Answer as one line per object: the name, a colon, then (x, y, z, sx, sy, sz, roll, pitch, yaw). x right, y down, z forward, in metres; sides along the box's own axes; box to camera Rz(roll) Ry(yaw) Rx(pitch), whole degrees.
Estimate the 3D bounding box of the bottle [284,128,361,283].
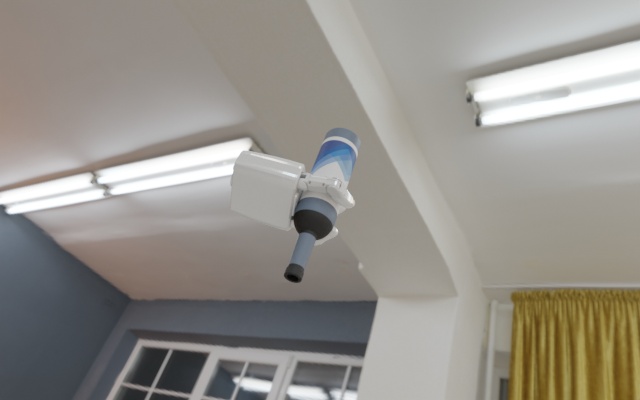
bottle: (0.000, 0.002, 0.780, 0.069, 0.295, 0.069, 13, -38, 10)
